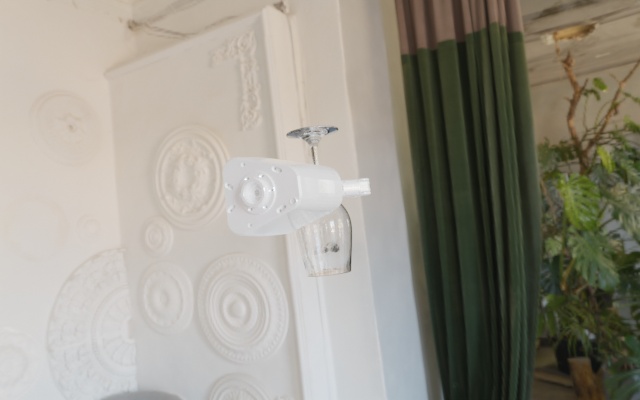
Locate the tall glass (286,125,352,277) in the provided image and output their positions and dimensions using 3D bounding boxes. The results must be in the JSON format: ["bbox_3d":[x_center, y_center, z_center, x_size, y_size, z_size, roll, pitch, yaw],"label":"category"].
[{"bbox_3d":[0.000,0.001,0.665,0.079,0.201,0.079,-7,-3,0],"label":"tall glass"}]
